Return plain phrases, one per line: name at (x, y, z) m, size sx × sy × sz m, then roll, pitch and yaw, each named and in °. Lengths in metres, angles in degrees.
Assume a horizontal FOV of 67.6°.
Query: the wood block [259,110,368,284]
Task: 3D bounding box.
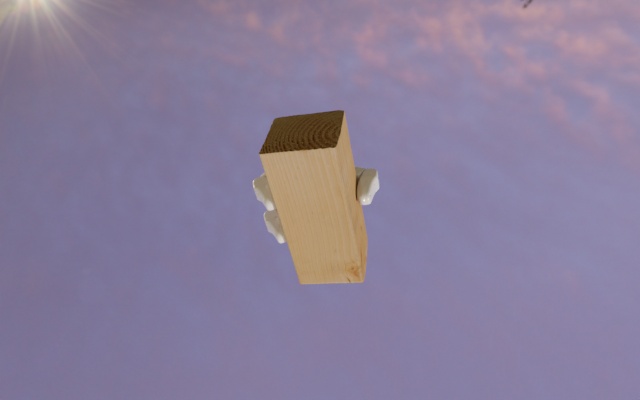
wood block at (0.000, 0.002, 0.606) m, size 0.091 × 0.206 × 0.090 m, roll -5°, pitch 36°, yaw 13°
